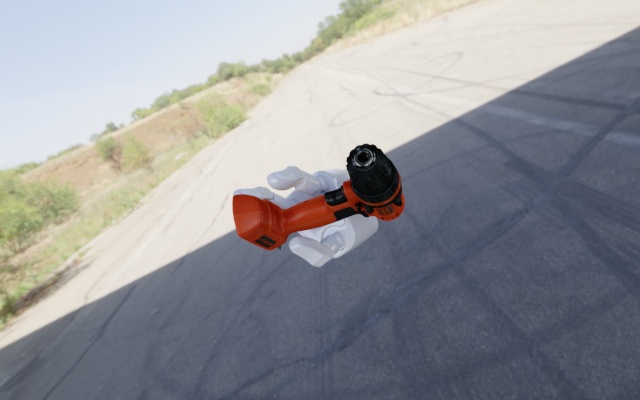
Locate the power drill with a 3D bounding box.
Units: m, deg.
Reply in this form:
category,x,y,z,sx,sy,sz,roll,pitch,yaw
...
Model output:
category,x,y,z,sx,sy,sz,roll,pitch,yaw
power drill,0.000,0.002,0.541,0.187,0.057,0.184,-14,-20,12
